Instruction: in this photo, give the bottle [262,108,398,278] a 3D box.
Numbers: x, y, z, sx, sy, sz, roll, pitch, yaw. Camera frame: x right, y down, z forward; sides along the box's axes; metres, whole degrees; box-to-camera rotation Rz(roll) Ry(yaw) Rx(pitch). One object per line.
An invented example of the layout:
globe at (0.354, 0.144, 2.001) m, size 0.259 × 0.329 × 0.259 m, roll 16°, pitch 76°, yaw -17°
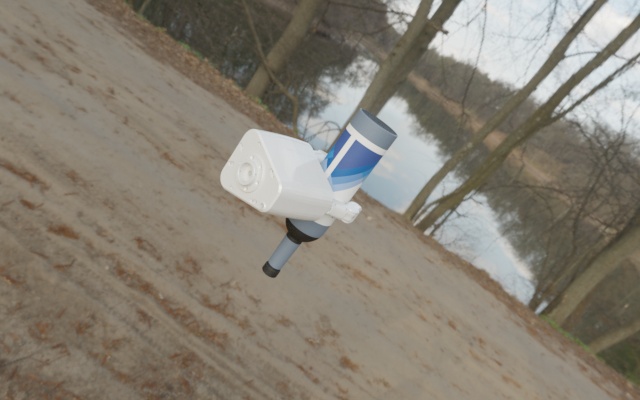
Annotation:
bottle at (0.000, 0.002, 0.718) m, size 0.069 × 0.296 × 0.069 m, roll 32°, pitch 19°, yaw -13°
